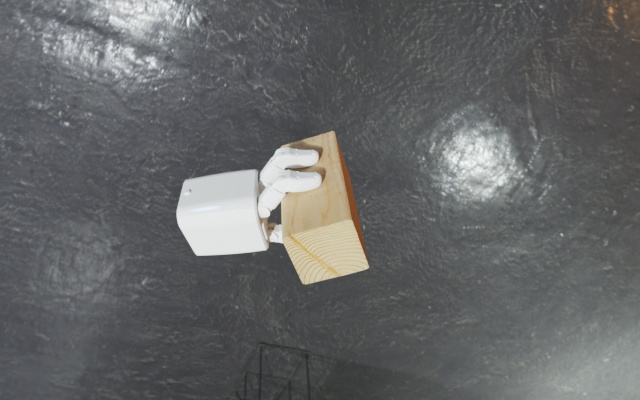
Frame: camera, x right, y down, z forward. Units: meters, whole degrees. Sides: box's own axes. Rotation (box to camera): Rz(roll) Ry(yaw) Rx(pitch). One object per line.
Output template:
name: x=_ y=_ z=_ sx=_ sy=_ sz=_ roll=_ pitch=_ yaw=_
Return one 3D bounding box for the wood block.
wood block: x=0.000 y=0.003 z=0.664 sx=0.090 sy=0.091 sz=0.206 roll=-15 pitch=38 yaw=7
